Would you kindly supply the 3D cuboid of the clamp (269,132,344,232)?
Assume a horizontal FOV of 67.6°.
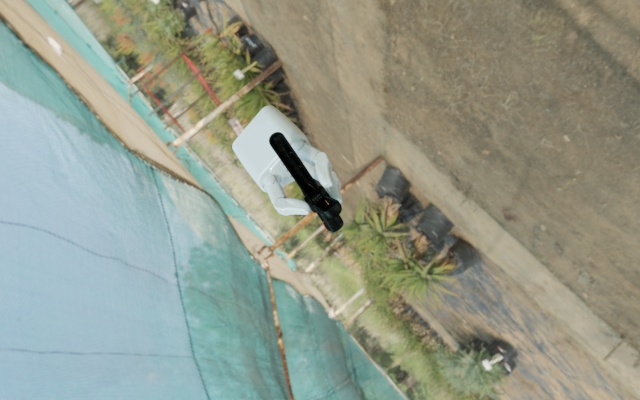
[{"bbox_3d":[-0.001,0.003,0.738,0.036,0.164,0.210,-36,-35,-4],"label":"clamp"}]
